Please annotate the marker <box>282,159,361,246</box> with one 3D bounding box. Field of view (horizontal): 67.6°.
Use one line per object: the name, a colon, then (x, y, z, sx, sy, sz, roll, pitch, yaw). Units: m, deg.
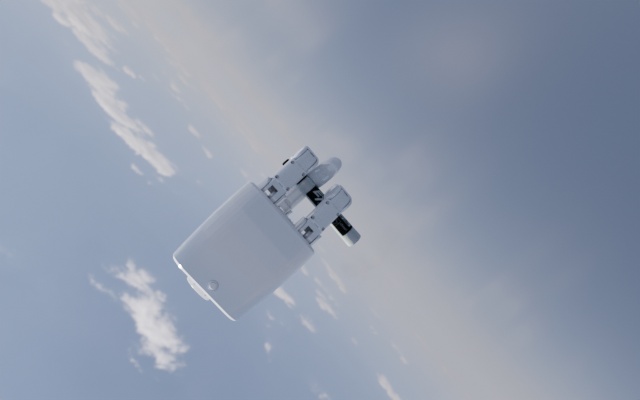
marker: (0.000, 0.002, 0.535, 0.020, 0.121, 0.020, -40, 10, 8)
